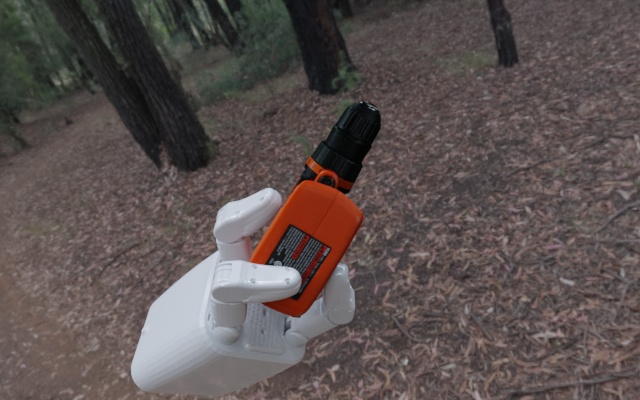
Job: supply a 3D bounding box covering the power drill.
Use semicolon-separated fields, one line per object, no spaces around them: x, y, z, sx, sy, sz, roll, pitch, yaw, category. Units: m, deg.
0.000;0.002;0.419;0.057;0.184;0.187;29;15;-3;power drill
